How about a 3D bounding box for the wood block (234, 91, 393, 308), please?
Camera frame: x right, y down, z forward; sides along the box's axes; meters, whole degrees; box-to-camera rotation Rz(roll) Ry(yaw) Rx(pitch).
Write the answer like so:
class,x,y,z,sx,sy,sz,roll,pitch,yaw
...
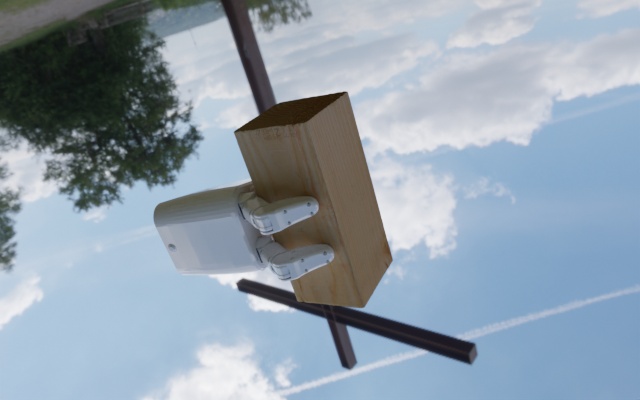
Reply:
class,x,y,z,sx,sy,sz,roll,pitch,yaw
wood block,0.000,0.002,0.509,0.090,0.206,0.090,-2,28,32
